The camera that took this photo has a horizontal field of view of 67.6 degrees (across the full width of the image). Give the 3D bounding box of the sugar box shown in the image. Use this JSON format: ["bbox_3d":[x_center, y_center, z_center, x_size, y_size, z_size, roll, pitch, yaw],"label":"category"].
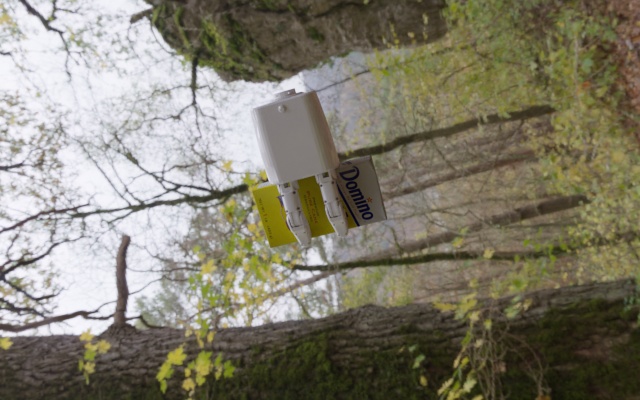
[{"bbox_3d":[0.000,0.002,0.691,0.176,0.093,0.048,-14,14,9],"label":"sugar box"}]
